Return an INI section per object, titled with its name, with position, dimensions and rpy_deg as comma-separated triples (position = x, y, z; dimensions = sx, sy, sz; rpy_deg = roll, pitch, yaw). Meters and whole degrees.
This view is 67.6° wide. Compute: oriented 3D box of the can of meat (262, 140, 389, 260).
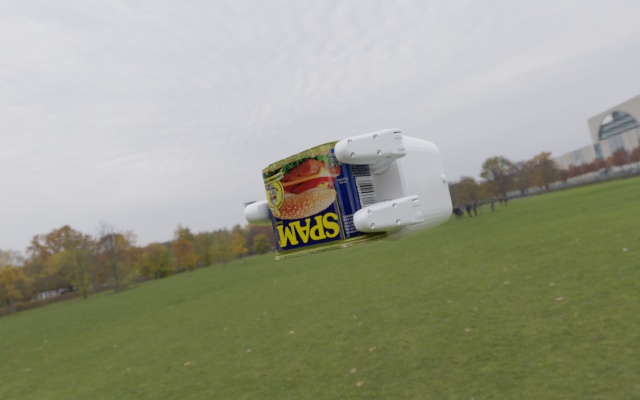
[can of meat]
position = 0.000, 0.001, 0.412
dimensions = 0.102, 0.084, 0.057
rpy_deg = -15, -6, 40
